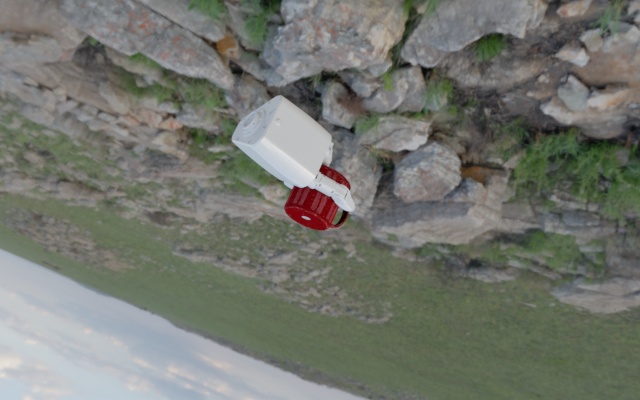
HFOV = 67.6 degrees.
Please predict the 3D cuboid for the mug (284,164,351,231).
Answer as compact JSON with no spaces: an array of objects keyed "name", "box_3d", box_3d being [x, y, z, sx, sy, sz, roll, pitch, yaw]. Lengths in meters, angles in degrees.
[{"name":"mug","box_3d":[0.001,0.004,0.789,0.117,0.081,0.093,38,-24,-31]}]
